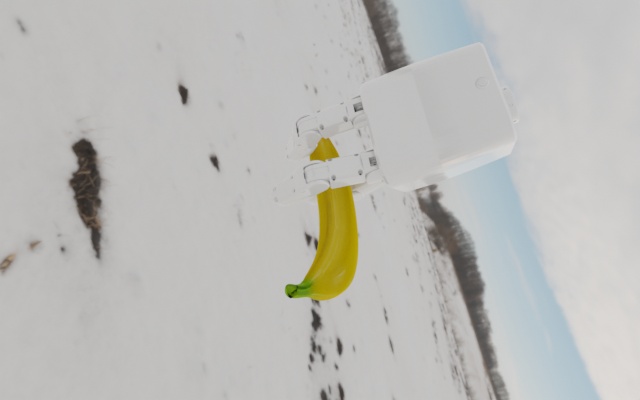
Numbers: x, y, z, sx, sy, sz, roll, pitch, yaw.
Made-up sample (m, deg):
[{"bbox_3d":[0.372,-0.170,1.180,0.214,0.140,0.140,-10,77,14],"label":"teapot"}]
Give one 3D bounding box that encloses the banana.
[{"bbox_3d":[0.009,0.016,0.438,0.037,0.197,0.070,-19,-48,22],"label":"banana"}]
